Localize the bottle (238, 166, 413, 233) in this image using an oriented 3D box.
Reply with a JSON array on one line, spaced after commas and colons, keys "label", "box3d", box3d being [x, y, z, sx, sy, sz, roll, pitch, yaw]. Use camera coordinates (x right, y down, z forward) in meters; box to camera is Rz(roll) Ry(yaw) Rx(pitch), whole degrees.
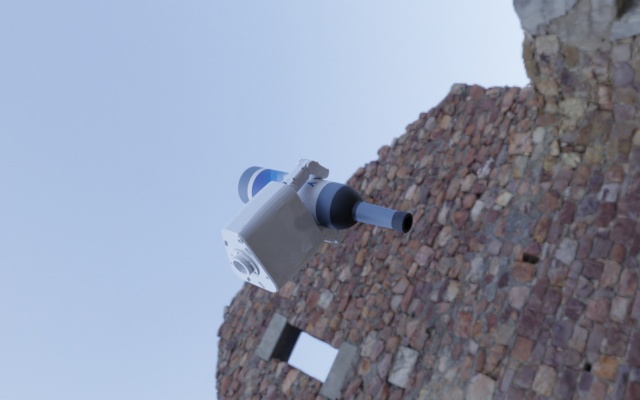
[{"label": "bottle", "box3d": [0.000, 0.002, 0.706, 0.295, 0.069, 0.069, 13, 8, 38]}]
